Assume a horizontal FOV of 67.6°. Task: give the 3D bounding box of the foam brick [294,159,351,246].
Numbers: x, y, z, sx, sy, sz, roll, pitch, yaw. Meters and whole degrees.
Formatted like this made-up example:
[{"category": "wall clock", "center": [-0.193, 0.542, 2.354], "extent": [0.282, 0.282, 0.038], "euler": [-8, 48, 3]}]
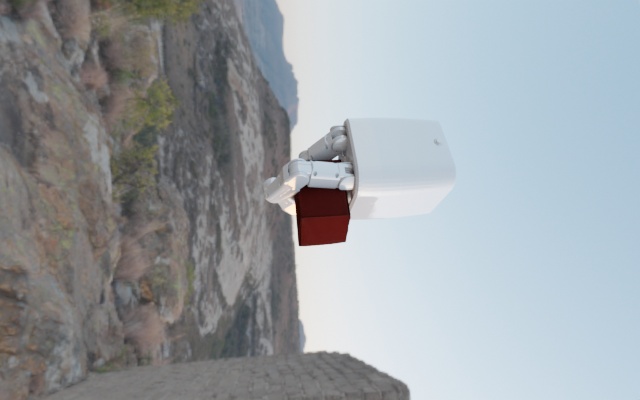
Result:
[{"category": "foam brick", "center": [0.000, 0.002, 0.506], "extent": [0.051, 0.078, 0.053], "euler": [-2, -37, -7]}]
